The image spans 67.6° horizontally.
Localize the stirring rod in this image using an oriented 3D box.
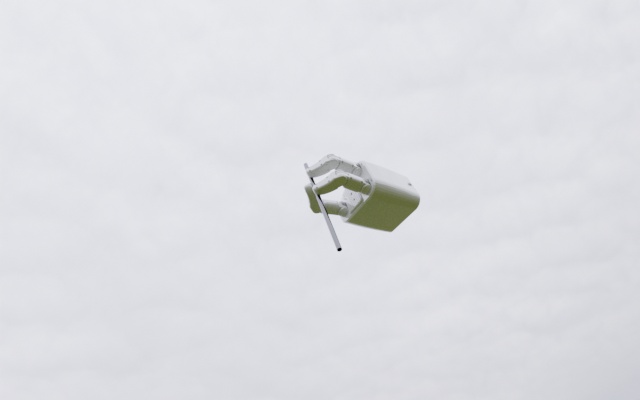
[{"bbox_3d":[0.000,0.003,0.787,0.011,0.011,0.239,0,35,-16],"label":"stirring rod"}]
